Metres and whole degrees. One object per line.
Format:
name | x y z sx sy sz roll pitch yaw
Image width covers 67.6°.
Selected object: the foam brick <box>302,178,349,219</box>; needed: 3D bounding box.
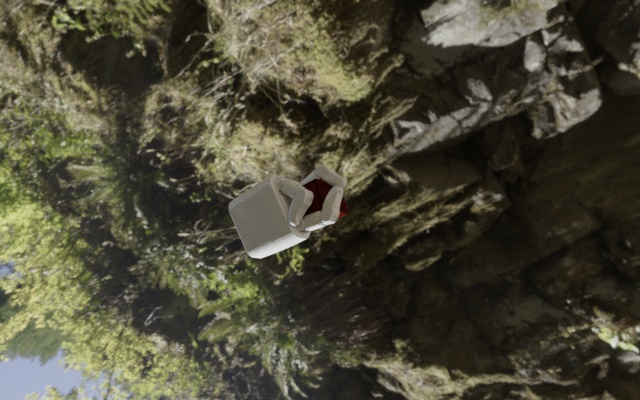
foam brick | 0.000 0.003 0.798 0.051 0.053 0.078 -28 -24 28
